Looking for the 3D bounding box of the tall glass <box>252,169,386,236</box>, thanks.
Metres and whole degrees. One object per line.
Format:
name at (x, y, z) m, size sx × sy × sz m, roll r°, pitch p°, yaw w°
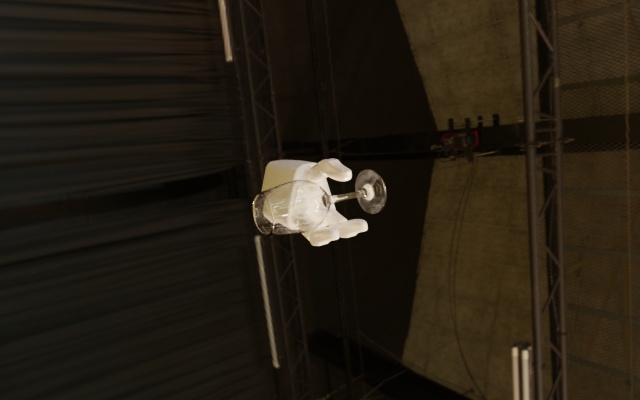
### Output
tall glass at (0.001, 0.002, 0.718) m, size 0.201 × 0.079 × 0.079 m, roll -12°, pitch 7°, yaw -34°
